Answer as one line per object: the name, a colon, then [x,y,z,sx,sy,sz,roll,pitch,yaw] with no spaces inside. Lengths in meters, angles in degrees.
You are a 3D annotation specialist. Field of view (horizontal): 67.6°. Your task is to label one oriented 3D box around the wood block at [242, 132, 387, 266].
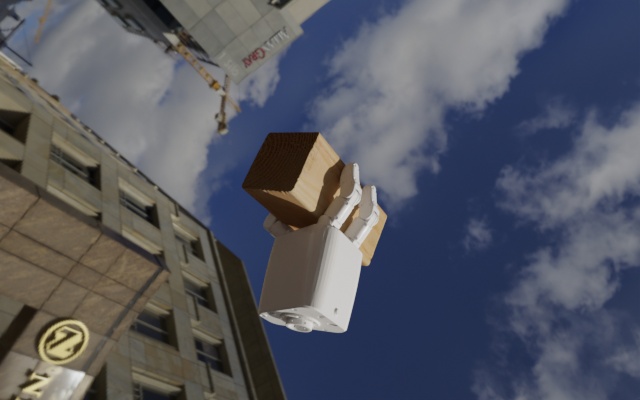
wood block: [0.000,0.003,0.664,0.091,0.090,0.206,5,-28,38]
